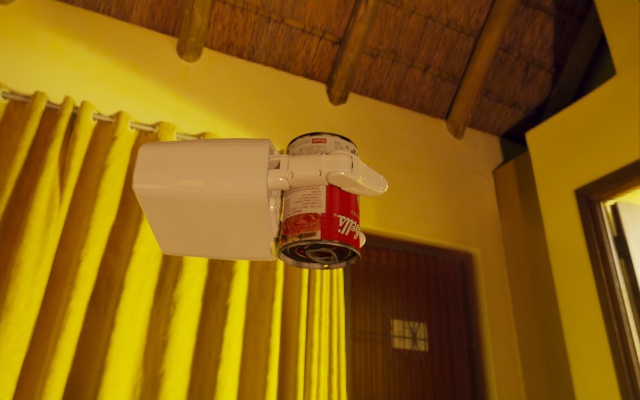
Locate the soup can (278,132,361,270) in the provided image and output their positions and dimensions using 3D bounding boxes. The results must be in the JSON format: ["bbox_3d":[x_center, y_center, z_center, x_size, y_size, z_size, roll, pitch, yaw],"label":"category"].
[{"bbox_3d":[0.001,0.001,0.411,0.068,0.102,0.068,1,-25,1],"label":"soup can"}]
